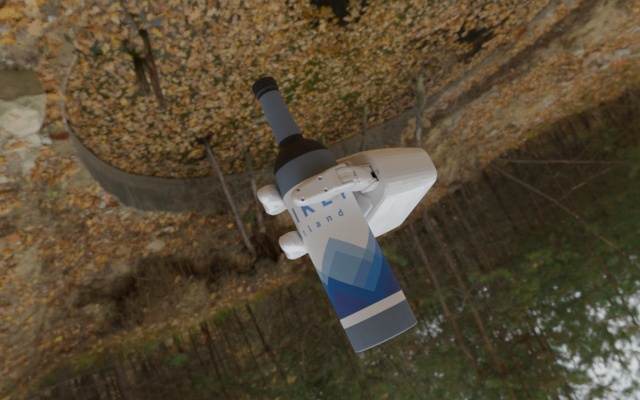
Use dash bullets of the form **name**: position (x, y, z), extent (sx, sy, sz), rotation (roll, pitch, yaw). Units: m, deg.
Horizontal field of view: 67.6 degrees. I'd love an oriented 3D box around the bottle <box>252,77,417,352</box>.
- **bottle**: position (0.000, 0.002, 0.488), extent (0.069, 0.295, 0.069), rotation (-25, -13, -6)
